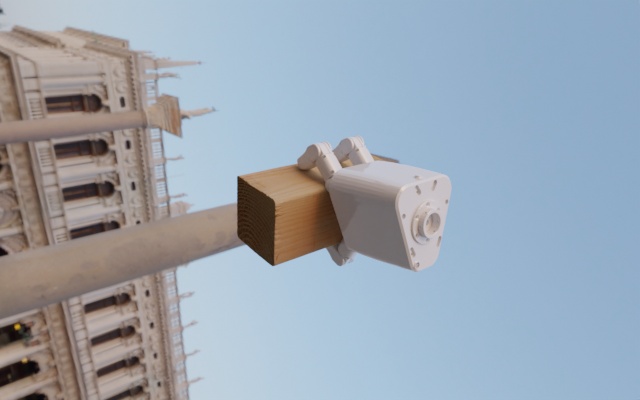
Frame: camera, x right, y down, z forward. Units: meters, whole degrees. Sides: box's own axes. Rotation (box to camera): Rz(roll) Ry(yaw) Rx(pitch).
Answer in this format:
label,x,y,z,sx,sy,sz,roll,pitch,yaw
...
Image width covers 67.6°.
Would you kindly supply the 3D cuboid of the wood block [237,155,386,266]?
label,x,y,z,sx,sy,sz,roll,pitch,yaw
wood block,0.000,0.002,0.638,0.206,0.091,0.090,-15,31,-36
